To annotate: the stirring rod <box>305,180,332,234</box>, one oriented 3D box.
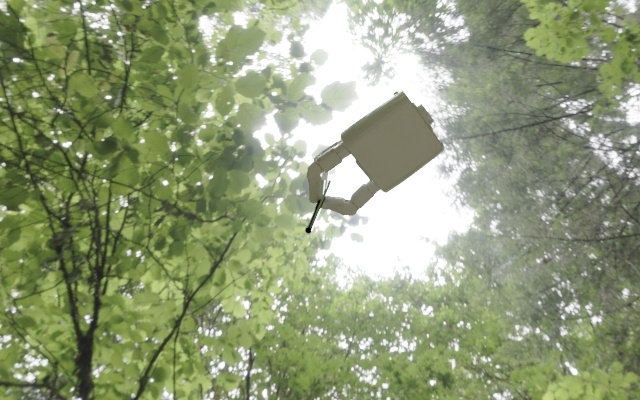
[{"bbox_3d":[0.000,0.002,0.680,0.011,0.011,0.239,0,16,7],"label":"stirring rod"}]
